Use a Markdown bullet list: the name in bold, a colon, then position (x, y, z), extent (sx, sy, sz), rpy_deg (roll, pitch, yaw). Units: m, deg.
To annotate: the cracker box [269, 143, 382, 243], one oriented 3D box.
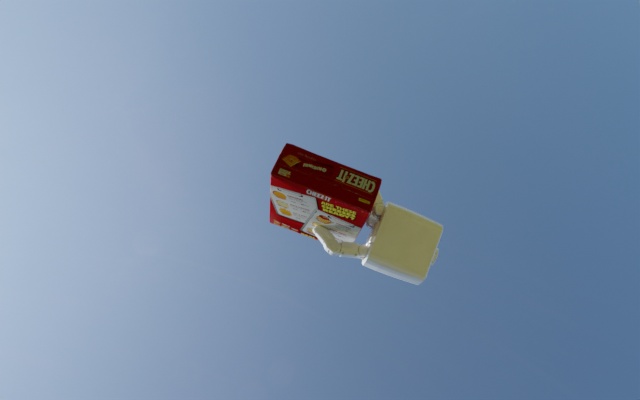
- **cracker box**: position (0.000, 0.003, 0.821), extent (0.164, 0.072, 0.214), rpy_deg (21, -23, 2)
